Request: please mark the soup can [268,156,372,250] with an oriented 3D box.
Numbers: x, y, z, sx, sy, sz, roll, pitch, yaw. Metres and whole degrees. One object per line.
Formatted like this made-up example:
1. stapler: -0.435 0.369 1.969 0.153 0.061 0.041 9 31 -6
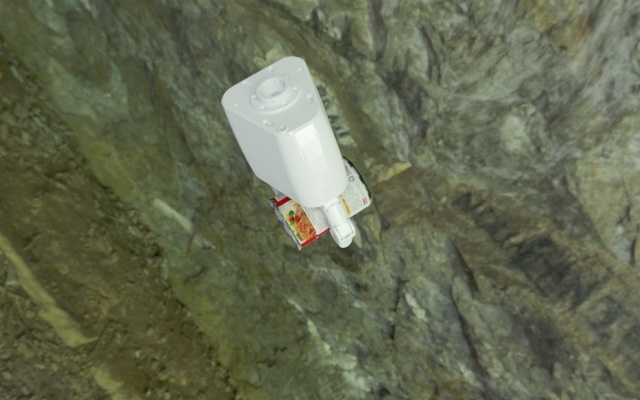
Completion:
1. soup can: 0.001 0.002 0.556 0.102 0.068 0.068 -32 5 -8
